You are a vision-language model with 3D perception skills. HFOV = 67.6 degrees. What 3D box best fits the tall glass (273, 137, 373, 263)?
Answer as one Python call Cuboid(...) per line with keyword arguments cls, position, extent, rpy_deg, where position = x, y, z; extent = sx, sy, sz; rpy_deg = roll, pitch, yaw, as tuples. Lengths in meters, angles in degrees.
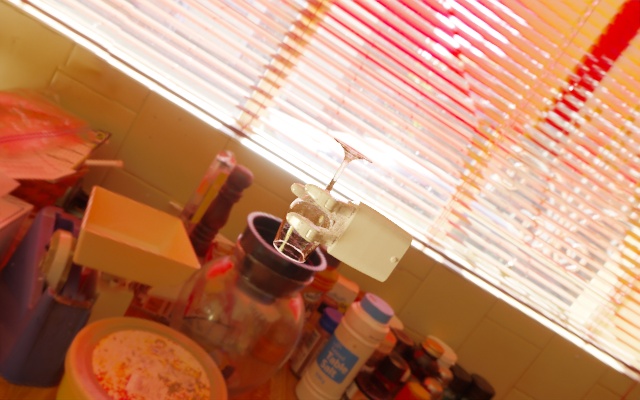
Cuboid(cls="tall glass", position=(0.000, 0.002, 0.774), extent=(0.079, 0.201, 0.079), rpy_deg=(31, 11, -7))
